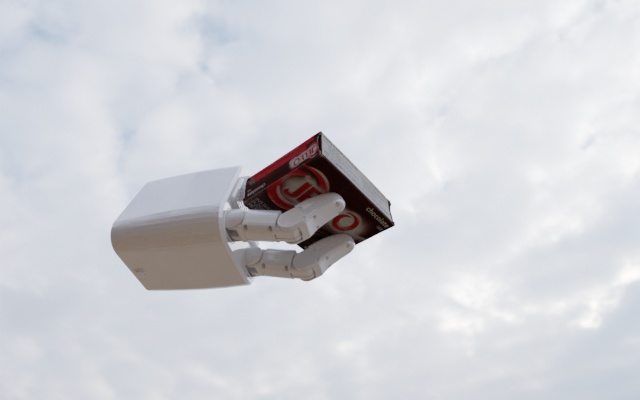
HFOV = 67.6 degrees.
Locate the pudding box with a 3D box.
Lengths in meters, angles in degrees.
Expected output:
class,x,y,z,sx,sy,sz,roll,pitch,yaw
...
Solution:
class,x,y,z,sx,sy,sz,roll,pitch,yaw
pudding box,0.000,0.001,0.440,0.090,0.039,0.113,-30,-50,27
